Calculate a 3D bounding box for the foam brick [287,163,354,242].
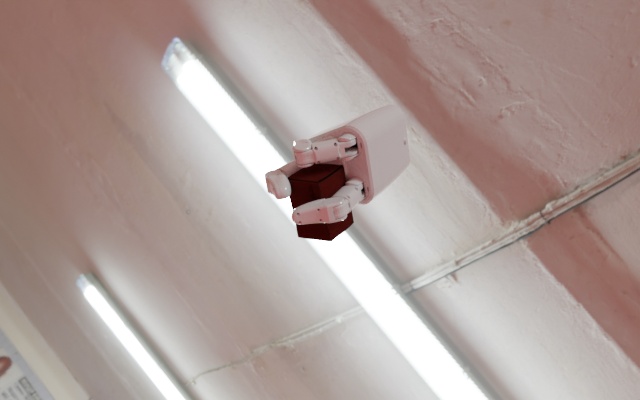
[{"bbox_3d":[0.000,0.002,0.566,0.053,0.078,0.051,7,29,37],"label":"foam brick"}]
